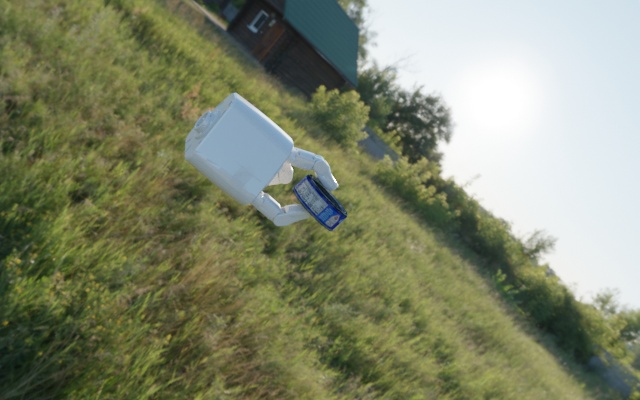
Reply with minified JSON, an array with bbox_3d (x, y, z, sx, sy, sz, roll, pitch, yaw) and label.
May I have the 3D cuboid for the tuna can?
[{"bbox_3d":[0.001,0.002,0.696,0.034,0.086,0.086,-43,-7,8],"label":"tuna can"}]
